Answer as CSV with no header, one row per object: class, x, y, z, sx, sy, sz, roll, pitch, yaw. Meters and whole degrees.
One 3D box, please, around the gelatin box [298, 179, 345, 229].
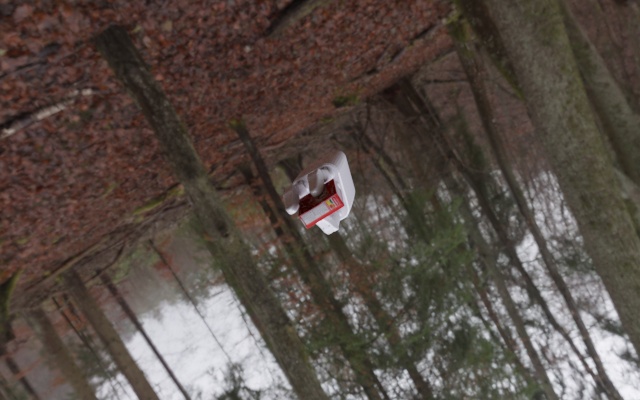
gelatin box,0.000,0.003,0.802,0.073,0.030,0.089,-31,17,9
